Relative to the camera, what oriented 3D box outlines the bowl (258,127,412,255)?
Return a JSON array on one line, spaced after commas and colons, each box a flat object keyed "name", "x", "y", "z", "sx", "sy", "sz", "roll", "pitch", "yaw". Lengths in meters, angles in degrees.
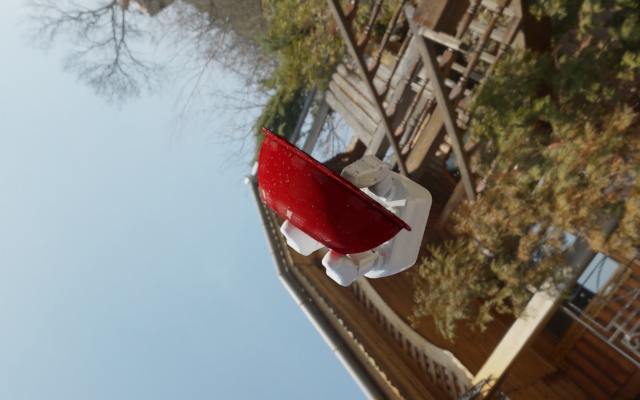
[{"name": "bowl", "x": -0.001, "y": 0.001, "z": 0.430, "sx": 0.162, "sy": 0.055, "sz": 0.162, "roll": 35, "pitch": 1, "yaw": -1}]
